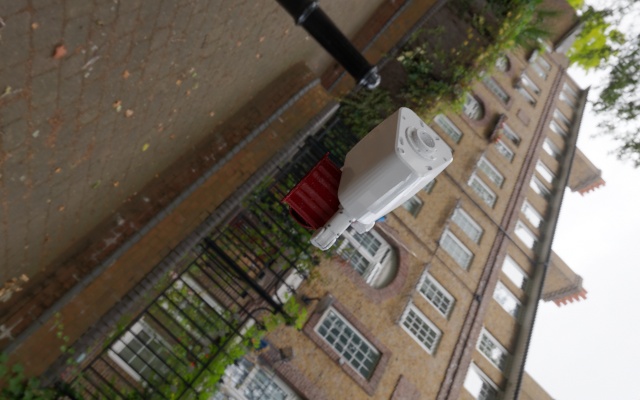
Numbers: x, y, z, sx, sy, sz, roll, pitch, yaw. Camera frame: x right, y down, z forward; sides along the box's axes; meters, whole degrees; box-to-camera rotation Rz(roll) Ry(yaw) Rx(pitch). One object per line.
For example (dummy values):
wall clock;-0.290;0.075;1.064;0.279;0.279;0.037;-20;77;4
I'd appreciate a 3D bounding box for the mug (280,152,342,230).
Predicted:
mug;-0.001;0.003;0.653;0.117;0.081;0.093;-42;6;42
